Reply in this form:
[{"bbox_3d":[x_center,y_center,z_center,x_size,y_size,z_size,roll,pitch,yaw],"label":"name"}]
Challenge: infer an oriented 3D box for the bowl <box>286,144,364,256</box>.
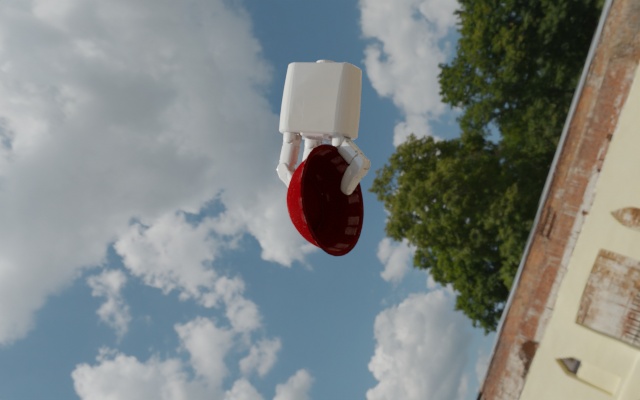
[{"bbox_3d":[0.000,0.004,0.694,0.055,0.162,0.162,-9,-5,34],"label":"bowl"}]
